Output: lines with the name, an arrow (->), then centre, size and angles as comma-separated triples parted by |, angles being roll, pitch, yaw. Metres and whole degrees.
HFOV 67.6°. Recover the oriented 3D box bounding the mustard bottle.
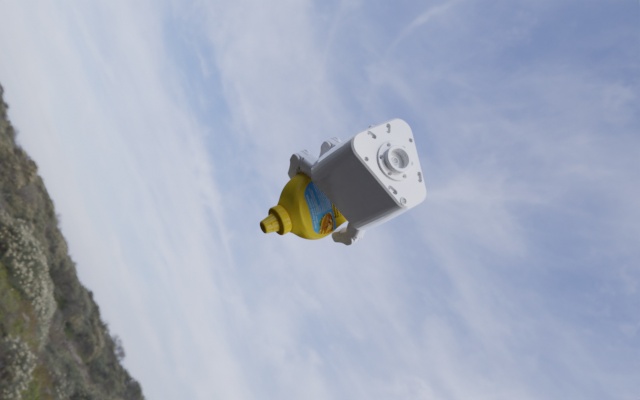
mustard bottle -> 0.000, 0.002, 0.677 | 0.191, 0.096, 0.058 | -24, 20, -30
